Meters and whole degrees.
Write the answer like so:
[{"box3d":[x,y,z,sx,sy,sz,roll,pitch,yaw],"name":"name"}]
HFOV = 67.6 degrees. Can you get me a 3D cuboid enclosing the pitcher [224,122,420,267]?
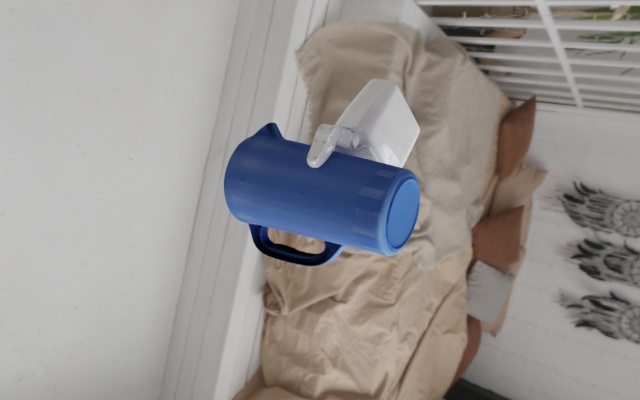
[{"box3d":[0.000,0.002,0.636,0.243,0.145,0.149,15,-33,32],"name":"pitcher"}]
